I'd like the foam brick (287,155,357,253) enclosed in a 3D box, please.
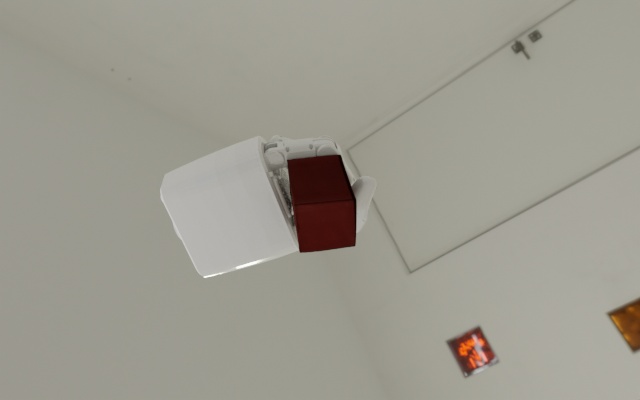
[{"bbox_3d":[0.000,0.001,0.428,0.051,0.053,0.078,-6,34,-5],"label":"foam brick"}]
